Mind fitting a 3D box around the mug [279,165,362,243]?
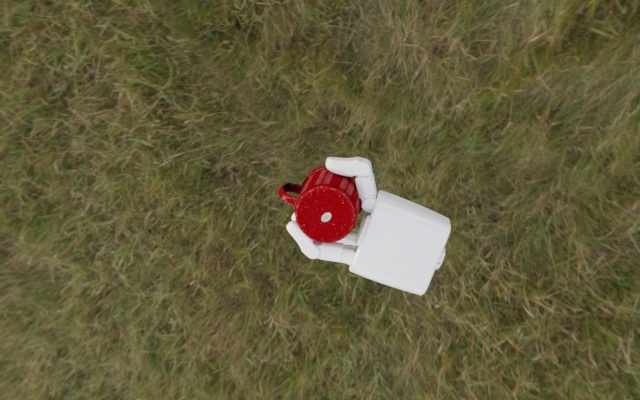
[{"bbox_3d":[-0.001,0.002,0.644,0.117,0.093,0.081,20,21,1],"label":"mug"}]
